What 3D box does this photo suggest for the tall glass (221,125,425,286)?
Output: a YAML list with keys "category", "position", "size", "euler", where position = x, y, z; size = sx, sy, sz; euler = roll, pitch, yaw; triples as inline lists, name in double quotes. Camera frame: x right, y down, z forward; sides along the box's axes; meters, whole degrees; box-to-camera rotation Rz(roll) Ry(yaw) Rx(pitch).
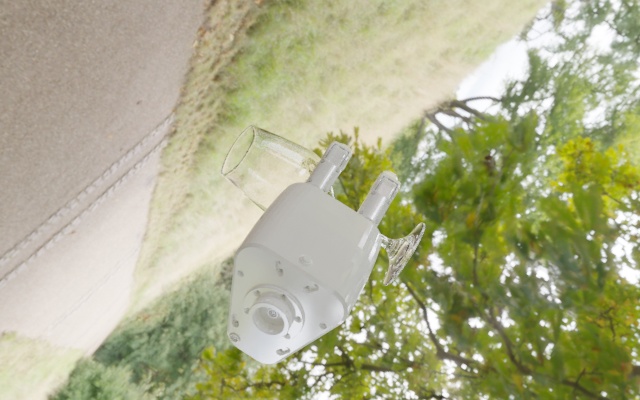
- category: "tall glass"
  position: [0.001, 0.002, 0.484]
  size: [0.201, 0.079, 0.079]
  euler: [32, 1, 2]
